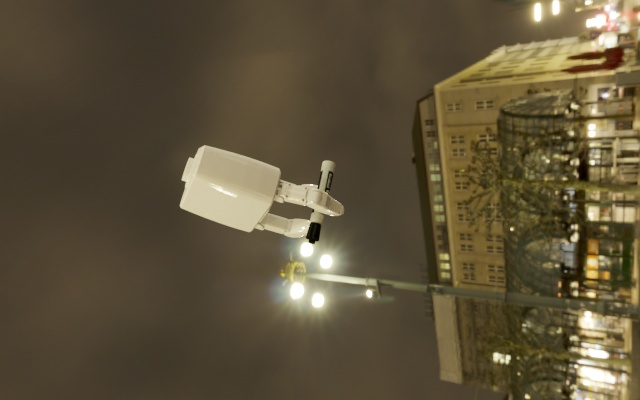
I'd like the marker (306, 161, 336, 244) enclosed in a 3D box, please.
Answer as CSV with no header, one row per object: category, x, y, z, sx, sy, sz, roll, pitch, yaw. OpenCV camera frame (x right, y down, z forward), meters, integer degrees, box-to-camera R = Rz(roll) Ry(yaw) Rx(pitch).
marker,0.000,0.002,0.666,0.020,0.121,0.020,12,-19,4
